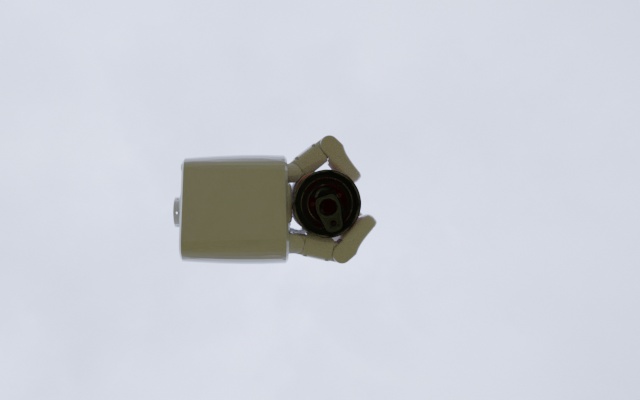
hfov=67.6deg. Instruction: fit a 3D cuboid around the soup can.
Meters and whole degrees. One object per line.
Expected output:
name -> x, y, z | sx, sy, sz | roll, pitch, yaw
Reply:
soup can -> 0.001, 0.002, 0.517 | 0.068, 0.068, 0.102 | 0, 2, -8
